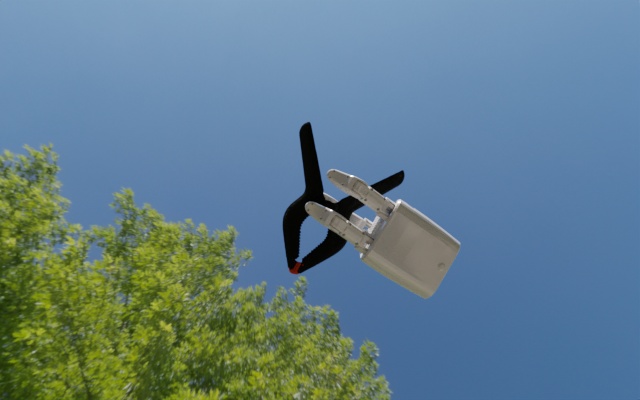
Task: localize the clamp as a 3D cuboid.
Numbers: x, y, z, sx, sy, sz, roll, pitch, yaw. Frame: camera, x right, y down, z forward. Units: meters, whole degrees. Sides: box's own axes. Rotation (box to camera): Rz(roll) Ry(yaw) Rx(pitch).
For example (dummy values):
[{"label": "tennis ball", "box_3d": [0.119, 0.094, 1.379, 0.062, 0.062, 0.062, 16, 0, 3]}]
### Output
[{"label": "clamp", "box_3d": [0.000, 0.003, 0.671, 0.164, 0.210, 0.036, 34, -10, 0]}]
